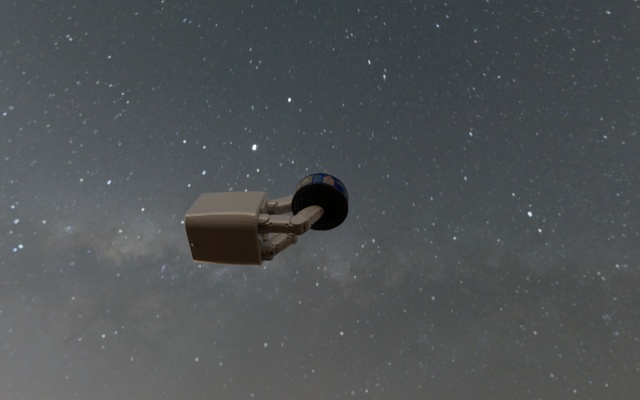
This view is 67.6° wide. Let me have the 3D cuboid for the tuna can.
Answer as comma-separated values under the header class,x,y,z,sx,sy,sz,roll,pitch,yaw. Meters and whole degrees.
class,x,y,z,sx,sy,sz,roll,pitch,yaw
tuna can,0.000,0.002,0.722,0.086,0.086,0.033,0,34,6
